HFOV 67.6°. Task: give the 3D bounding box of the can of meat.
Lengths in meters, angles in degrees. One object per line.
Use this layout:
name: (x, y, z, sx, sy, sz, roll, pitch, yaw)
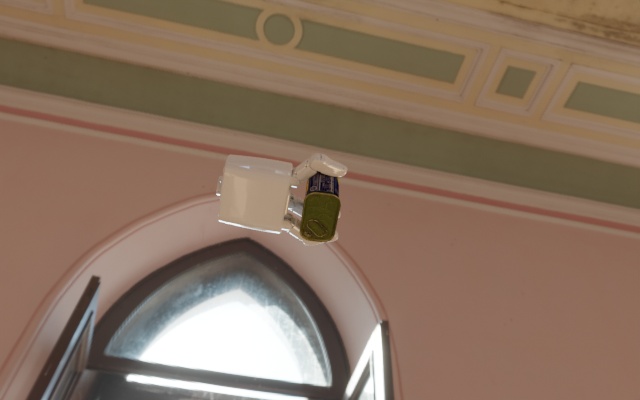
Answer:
can of meat: (0.000, 0.002, 0.778, 0.057, 0.102, 0.083, 7, 40, -3)
